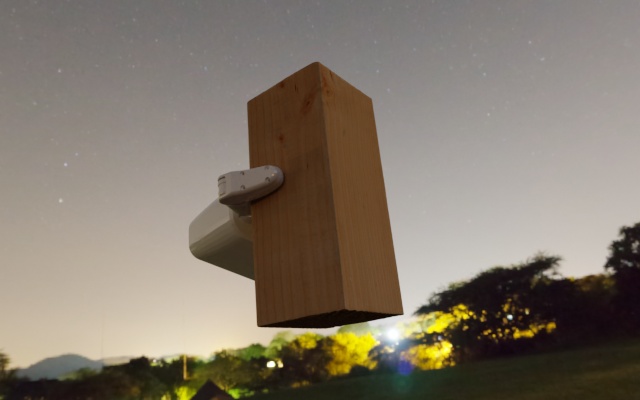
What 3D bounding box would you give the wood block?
[{"bbox_3d":[0.000,0.001,0.419,0.090,0.206,0.091,-20,-24,35],"label":"wood block"}]
